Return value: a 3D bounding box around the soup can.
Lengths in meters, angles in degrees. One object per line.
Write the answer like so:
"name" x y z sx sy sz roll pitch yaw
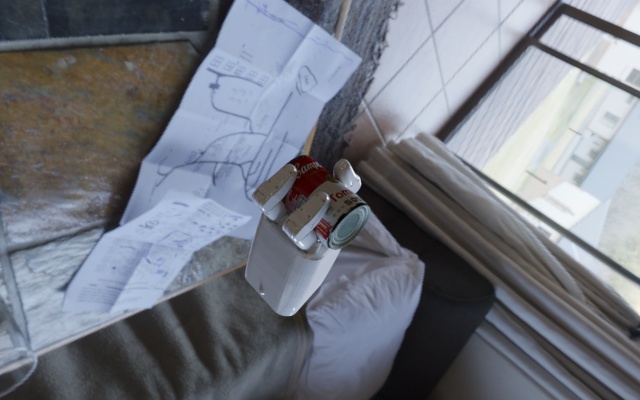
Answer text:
"soup can" 0.001 0.002 0.563 0.102 0.068 0.068 41 22 28
